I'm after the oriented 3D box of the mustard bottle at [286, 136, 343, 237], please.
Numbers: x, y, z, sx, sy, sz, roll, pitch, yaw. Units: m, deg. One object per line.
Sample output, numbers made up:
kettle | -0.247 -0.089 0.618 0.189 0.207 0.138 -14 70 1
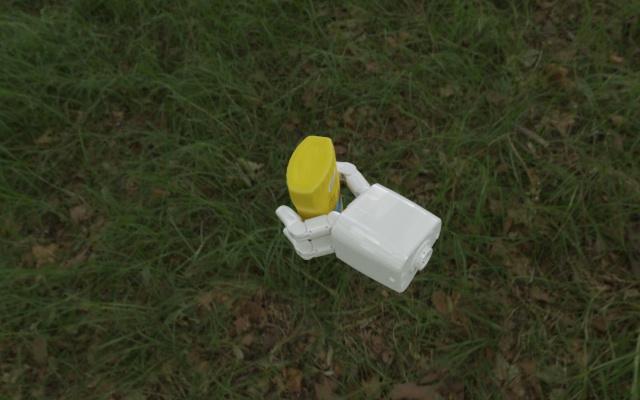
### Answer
mustard bottle | 0.000 0.002 0.689 0.058 0.096 0.192 7 -31 14
